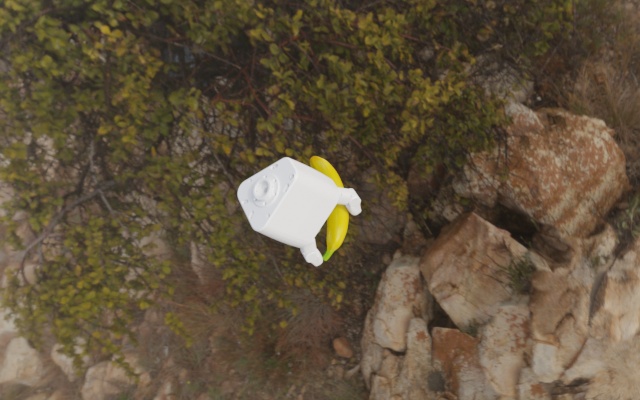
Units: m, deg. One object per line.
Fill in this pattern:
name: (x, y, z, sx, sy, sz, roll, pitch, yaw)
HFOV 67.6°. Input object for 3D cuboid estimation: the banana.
banana: (0.015, 0.000, 0.832, 0.069, 0.197, 0.037, -21, -27, 32)
